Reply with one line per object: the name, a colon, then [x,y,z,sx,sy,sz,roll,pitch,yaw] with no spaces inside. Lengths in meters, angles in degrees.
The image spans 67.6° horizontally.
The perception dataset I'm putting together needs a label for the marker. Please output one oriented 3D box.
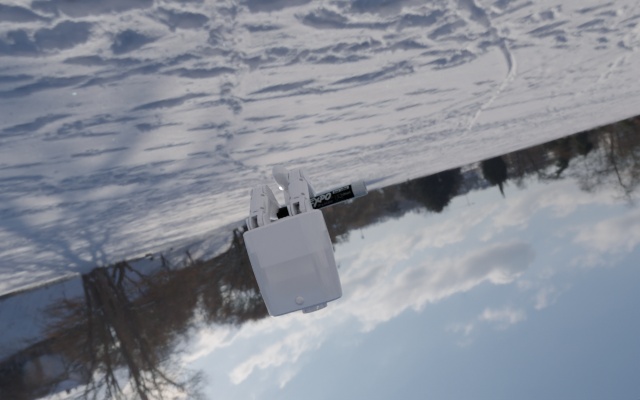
marker: [0.000,0.002,0.606,0.121,0.020,0.020,-18,-5,14]
